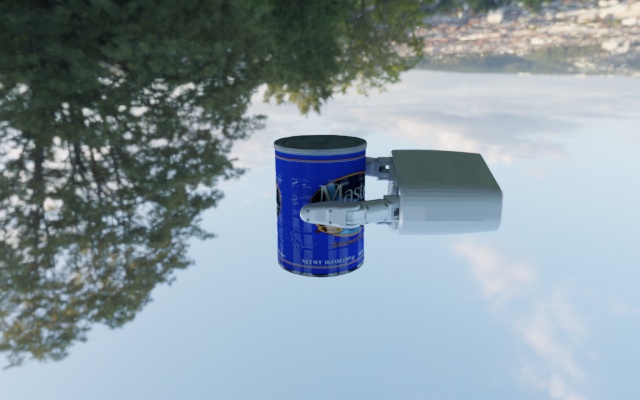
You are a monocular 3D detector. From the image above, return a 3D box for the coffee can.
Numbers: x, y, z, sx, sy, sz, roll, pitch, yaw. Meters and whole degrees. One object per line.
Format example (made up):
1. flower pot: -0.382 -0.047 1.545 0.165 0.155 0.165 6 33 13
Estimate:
1. coffee can: 0.000 0.002 0.541 0.103 0.140 0.102 0 16 0
